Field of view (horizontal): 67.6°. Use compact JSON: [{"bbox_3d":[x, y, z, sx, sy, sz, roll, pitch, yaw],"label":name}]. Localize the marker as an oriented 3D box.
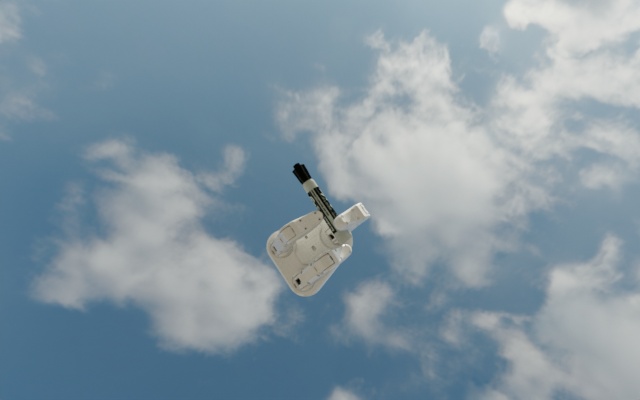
[{"bbox_3d":[0.000,0.002,0.622,0.020,0.121,0.020,-32,-11,-7],"label":"marker"}]
